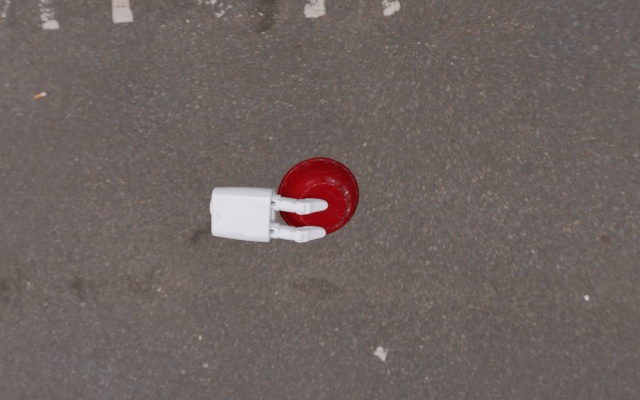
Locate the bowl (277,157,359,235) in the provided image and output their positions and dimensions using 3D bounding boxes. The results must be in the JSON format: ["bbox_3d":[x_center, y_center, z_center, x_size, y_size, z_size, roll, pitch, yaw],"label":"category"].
[{"bbox_3d":[0.002,0.003,0.899,0.162,0.162,0.055,0,20,-10],"label":"bowl"}]
